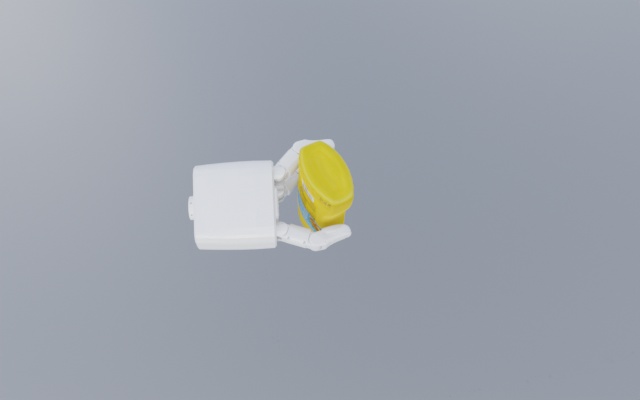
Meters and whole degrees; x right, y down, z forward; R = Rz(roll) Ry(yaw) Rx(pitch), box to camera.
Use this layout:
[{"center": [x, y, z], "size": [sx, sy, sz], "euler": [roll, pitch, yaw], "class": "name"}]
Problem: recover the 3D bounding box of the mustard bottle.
[{"center": [0.000, 0.002, 0.687], "size": [0.058, 0.096, 0.192], "euler": [-26, -20, -16], "class": "mustard bottle"}]
